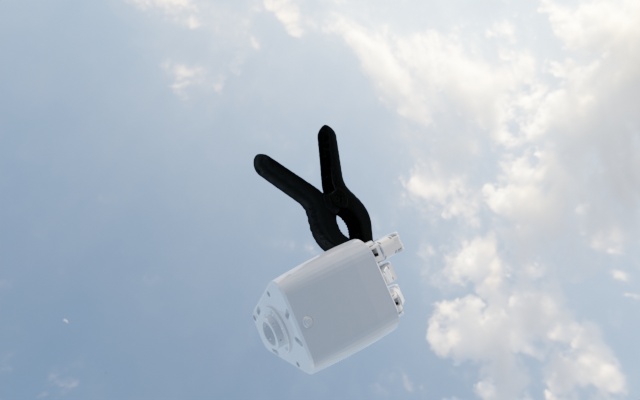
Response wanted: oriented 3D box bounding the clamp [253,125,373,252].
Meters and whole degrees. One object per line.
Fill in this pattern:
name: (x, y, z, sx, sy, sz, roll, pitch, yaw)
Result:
clamp: (0.000, 0.002, 0.531, 0.120, 0.171, 0.039, -21, -9, -33)
